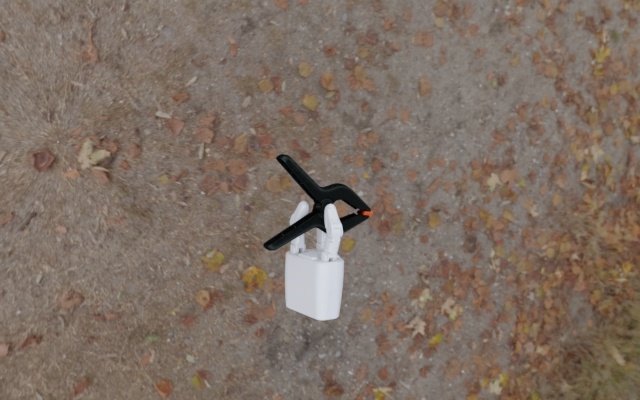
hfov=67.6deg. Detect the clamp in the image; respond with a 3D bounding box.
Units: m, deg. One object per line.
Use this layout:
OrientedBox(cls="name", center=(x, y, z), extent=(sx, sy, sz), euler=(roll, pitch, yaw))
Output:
OrientedBox(cls="clamp", center=(0.001, 0.003, 0.849), extent=(0.210, 0.164, 0.036), euler=(-1, 9, -29))
